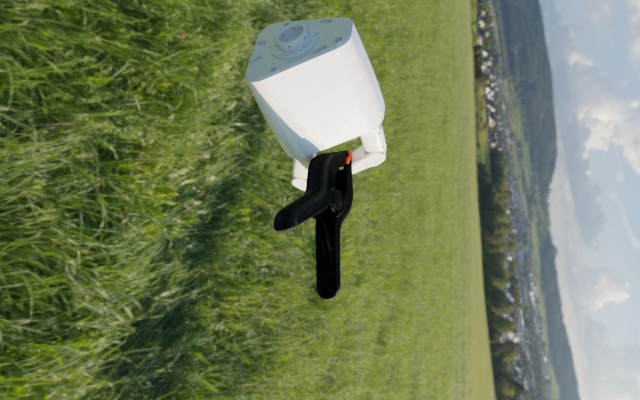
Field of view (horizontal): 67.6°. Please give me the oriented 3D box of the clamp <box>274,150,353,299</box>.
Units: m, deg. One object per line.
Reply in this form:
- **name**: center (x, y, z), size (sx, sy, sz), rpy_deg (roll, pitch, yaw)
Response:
- **clamp**: center (0.001, 0.002, 0.497), size (0.039, 0.171, 0.120), rpy_deg (-5, -38, 20)
